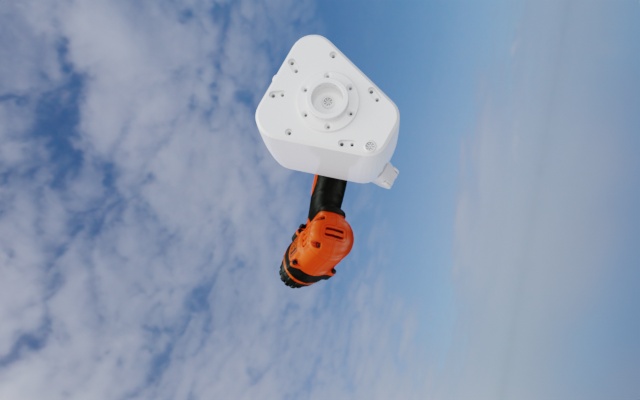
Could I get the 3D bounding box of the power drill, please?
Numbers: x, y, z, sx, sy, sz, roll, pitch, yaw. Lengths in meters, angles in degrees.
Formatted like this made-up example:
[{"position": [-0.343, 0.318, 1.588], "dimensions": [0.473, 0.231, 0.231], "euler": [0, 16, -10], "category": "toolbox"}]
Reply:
[{"position": [0.000, 0.001, 0.546], "dimensions": [0.057, 0.187, 0.184], "euler": [14, -24, -13], "category": "power drill"}]
